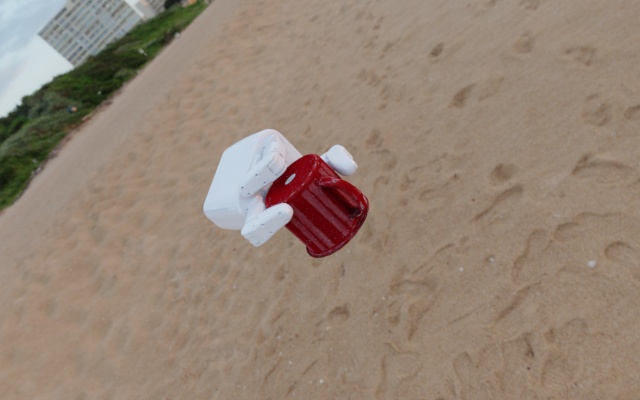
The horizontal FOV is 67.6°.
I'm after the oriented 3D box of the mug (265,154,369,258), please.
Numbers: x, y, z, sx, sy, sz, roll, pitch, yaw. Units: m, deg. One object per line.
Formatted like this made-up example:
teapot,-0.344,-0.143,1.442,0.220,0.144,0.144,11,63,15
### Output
mug,0.001,0.001,0.519,0.081,0.093,0.117,44,-29,-24
